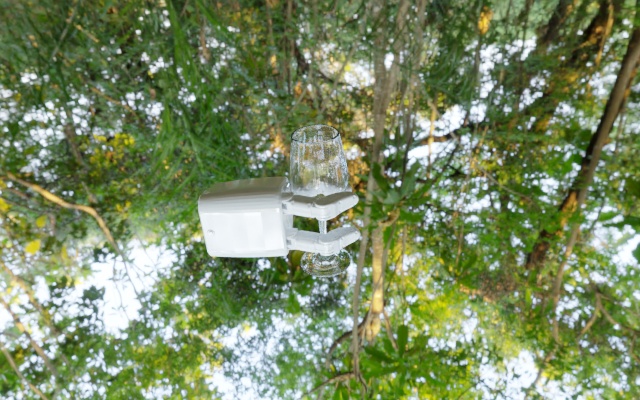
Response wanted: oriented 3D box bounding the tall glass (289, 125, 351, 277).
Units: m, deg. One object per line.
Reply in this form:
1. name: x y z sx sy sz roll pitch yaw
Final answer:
1. tall glass: 0.000 0.003 0.649 0.079 0.201 0.079 -3 29 2
